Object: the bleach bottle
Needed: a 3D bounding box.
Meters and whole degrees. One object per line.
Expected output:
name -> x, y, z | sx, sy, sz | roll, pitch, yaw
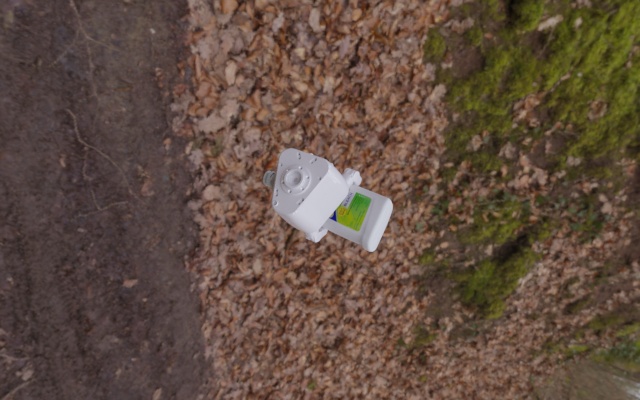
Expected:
bleach bottle -> 0.000, 0.003, 0.887 | 0.251, 0.102, 0.068 | 20, -12, 22
